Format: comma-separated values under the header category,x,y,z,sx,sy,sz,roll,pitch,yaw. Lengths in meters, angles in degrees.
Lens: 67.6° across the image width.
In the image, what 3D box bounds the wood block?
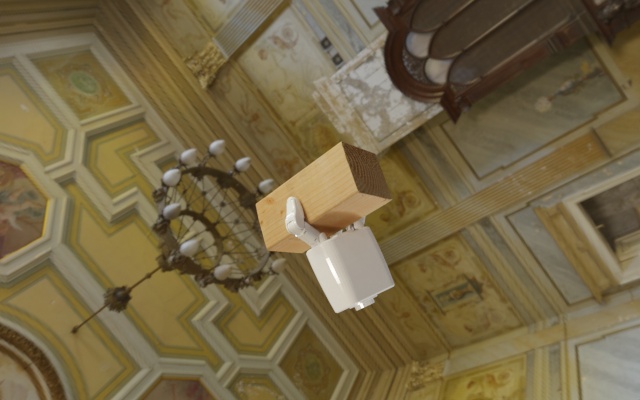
category,x,y,z,sx,sy,sz,roll,pitch,yaw
wood block,0.000,0.003,0.779,0.206,0.090,0.091,-33,-28,33
